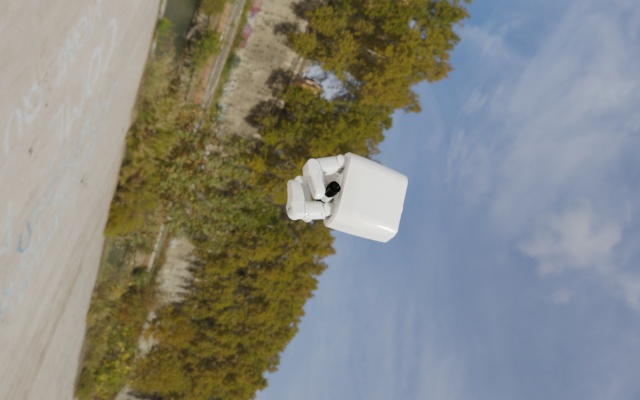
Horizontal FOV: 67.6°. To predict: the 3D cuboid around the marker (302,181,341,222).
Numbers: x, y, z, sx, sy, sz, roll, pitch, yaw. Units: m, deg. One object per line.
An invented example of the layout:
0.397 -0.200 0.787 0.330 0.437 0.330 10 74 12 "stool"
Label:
0.000 0.002 0.727 0.020 0.020 0.121 0 -24 -24 "marker"
